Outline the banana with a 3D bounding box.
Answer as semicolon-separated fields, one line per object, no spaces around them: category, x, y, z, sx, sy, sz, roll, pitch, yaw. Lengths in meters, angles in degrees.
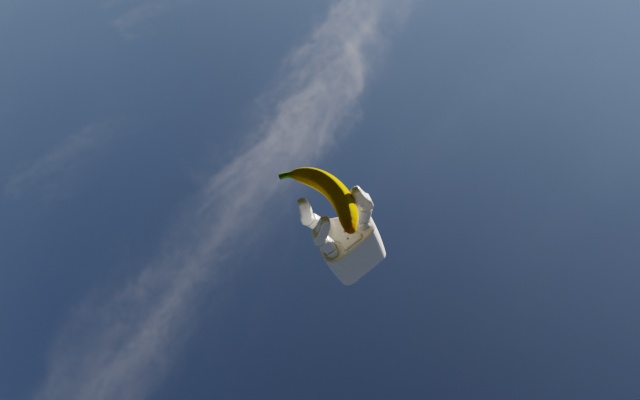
banana;0.012;-0.011;0.831;0.197;0.069;0.037;37;-19;38
